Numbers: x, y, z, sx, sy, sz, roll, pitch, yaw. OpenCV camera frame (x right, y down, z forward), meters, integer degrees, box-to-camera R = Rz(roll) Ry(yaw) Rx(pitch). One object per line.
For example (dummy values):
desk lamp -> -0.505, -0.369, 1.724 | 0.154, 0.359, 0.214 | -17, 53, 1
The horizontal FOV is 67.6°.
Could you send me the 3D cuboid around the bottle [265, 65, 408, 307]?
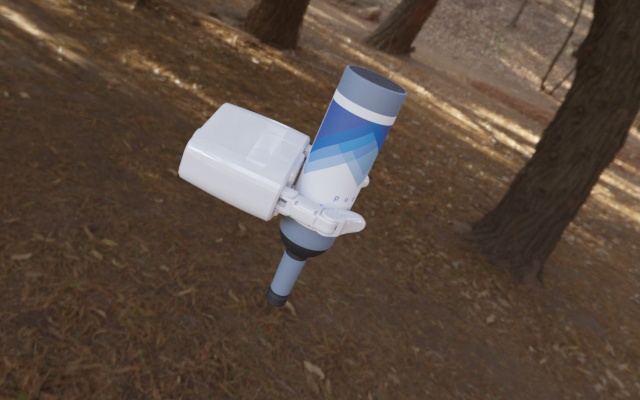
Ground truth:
bottle -> 0.000, 0.002, 0.532 | 0.069, 0.296, 0.069 | 20, 25, -10
